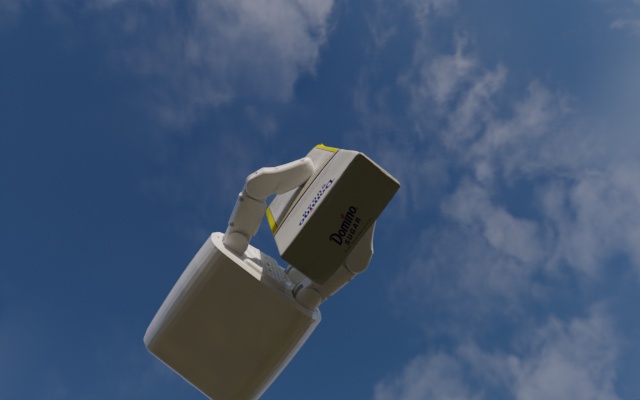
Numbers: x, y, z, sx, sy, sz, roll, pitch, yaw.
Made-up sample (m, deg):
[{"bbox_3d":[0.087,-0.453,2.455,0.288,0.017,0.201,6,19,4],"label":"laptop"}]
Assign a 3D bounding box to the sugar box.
[{"bbox_3d":[0.000,0.002,0.410,0.048,0.093,0.176,37,2,-15],"label":"sugar box"}]
